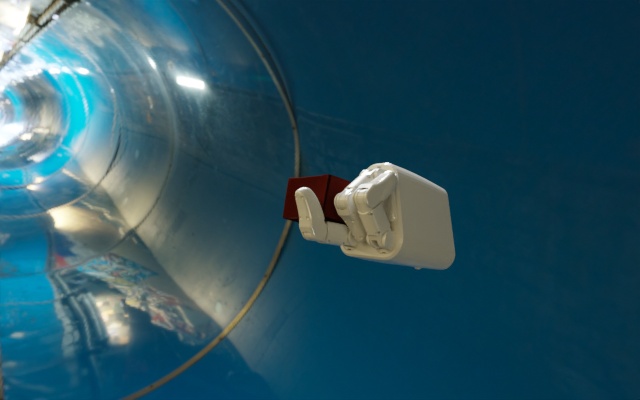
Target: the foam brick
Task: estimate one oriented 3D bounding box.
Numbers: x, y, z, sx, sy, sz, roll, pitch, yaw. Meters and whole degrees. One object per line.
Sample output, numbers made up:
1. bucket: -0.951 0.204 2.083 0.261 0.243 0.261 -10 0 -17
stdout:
1. foam brick: 0.000 0.002 0.568 0.051 0.053 0.078 17 -11 -38
